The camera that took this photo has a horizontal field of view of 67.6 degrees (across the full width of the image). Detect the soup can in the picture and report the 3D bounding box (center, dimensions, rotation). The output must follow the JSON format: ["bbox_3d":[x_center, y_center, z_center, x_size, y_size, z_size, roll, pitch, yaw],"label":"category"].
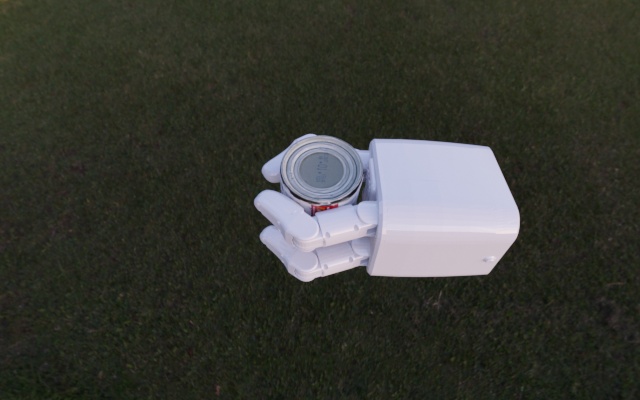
[{"bbox_3d":[0.000,0.001,0.414,0.068,0.068,0.102,0,-32,-2],"label":"soup can"}]
